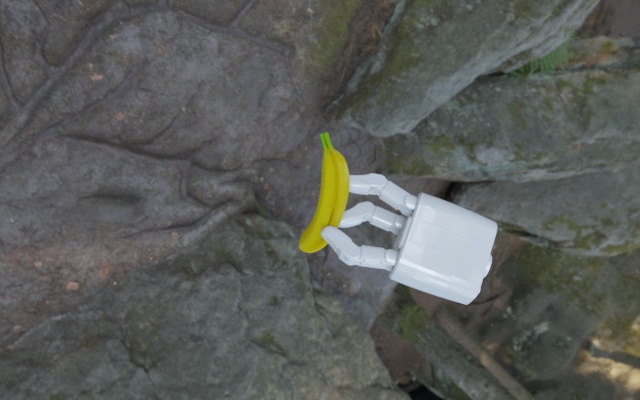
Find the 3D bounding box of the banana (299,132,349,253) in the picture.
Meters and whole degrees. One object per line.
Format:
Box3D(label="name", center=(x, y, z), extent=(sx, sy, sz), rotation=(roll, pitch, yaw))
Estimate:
Box3D(label="banana", center=(0.006, 0.011, 0.641), extent=(0.037, 0.198, 0.069), rotation=(0, 37, -19))
